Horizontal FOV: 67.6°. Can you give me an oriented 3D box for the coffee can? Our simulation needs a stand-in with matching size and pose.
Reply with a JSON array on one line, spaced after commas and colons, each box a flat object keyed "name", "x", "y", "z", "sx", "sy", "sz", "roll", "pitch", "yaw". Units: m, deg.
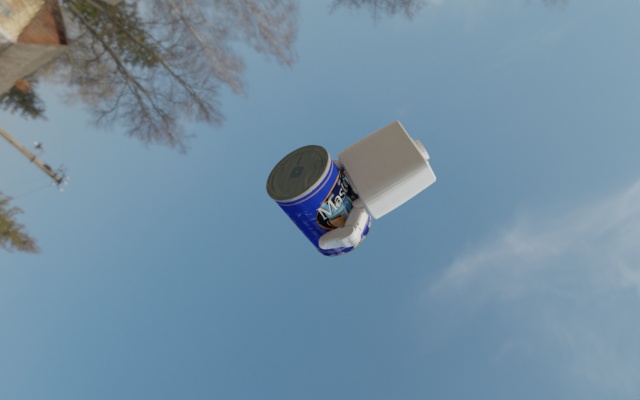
[{"name": "coffee can", "x": 0.000, "y": 0.002, "z": 0.710, "sx": 0.103, "sy": 0.102, "sz": 0.140, "roll": 0, "pitch": -39, "yaw": 38}]
